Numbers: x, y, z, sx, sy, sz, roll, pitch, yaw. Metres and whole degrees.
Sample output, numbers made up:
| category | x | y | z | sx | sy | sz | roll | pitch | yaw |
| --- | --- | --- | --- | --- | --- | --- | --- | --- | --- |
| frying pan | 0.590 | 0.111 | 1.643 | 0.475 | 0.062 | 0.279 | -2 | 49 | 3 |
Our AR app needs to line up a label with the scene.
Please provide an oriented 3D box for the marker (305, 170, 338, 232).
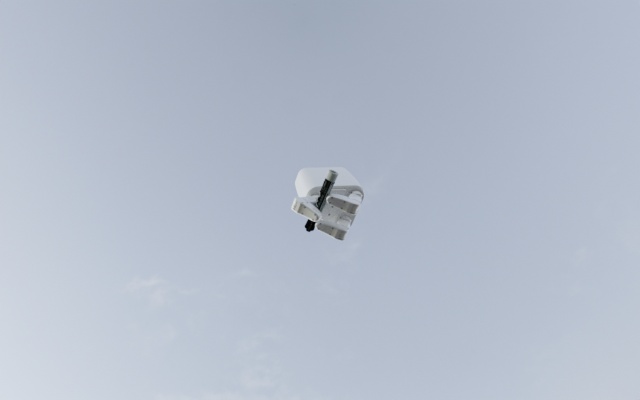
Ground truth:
| category | x | y | z | sx | sy | sz | roll | pitch | yaw |
| --- | --- | --- | --- | --- | --- | --- | --- | --- | --- |
| marker | 0.000 | 0.003 | 0.841 | 0.020 | 0.121 | 0.020 | 20 | 20 | -8 |
